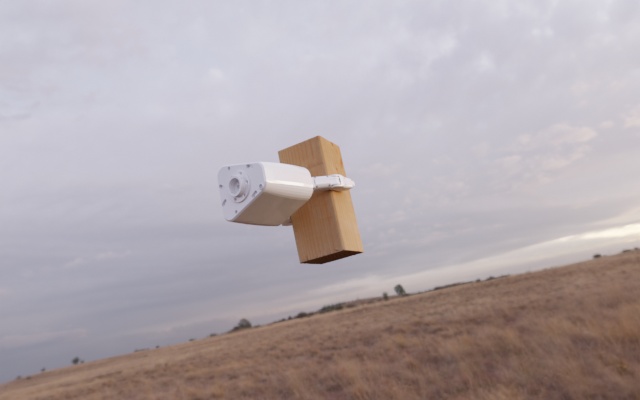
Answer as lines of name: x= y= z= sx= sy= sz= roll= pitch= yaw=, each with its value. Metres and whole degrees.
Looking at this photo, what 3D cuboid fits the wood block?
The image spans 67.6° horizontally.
wood block: x=0.000 y=0.003 z=0.854 sx=0.091 sy=0.206 sz=0.090 roll=-18 pitch=-16 yaw=23
